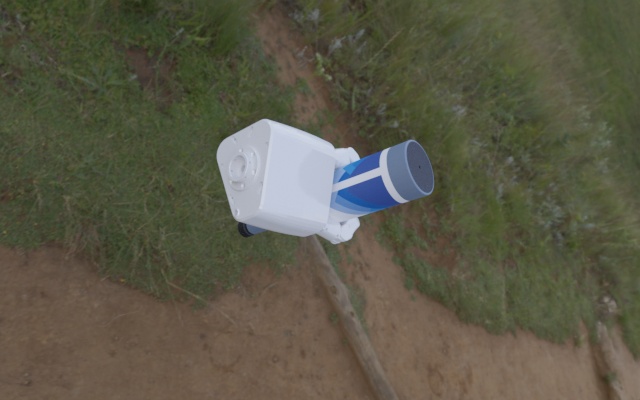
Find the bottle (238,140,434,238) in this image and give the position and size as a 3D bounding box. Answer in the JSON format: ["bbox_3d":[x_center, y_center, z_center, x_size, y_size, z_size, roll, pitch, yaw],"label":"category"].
[{"bbox_3d":[0.000,0.002,0.628,0.296,0.069,0.069,-19,-12,35],"label":"bottle"}]
